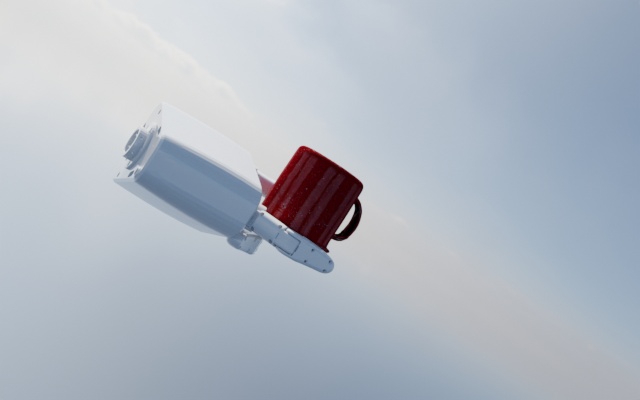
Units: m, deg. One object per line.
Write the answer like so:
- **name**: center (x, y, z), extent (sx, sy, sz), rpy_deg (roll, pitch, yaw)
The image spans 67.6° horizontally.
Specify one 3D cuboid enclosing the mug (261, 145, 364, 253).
- **mug**: center (0.001, 0.002, 0.508), extent (0.117, 0.081, 0.093), rpy_deg (33, 0, -32)
